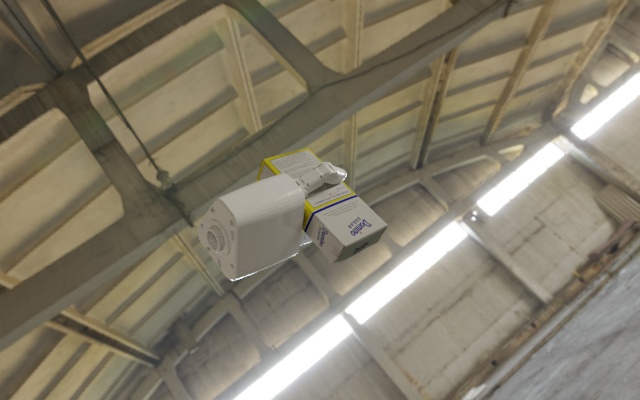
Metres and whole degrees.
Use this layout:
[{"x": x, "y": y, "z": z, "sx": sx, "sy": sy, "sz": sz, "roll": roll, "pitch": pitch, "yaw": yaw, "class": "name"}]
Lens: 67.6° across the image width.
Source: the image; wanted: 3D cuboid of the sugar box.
[{"x": 0.000, "y": 0.003, "z": 0.670, "sx": 0.093, "sy": 0.176, "sz": 0.048, "roll": -20, "pitch": -31, "yaw": -41, "class": "sugar box"}]
